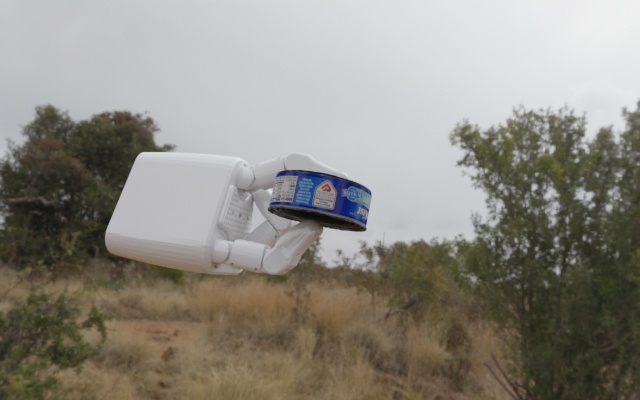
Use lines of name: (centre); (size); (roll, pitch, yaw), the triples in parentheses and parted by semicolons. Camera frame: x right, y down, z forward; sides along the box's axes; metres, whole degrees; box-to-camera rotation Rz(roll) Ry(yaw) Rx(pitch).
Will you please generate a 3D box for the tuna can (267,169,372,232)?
tuna can: (0.000, 0.001, 0.408); (0.086, 0.033, 0.086); (11, -10, 2)
